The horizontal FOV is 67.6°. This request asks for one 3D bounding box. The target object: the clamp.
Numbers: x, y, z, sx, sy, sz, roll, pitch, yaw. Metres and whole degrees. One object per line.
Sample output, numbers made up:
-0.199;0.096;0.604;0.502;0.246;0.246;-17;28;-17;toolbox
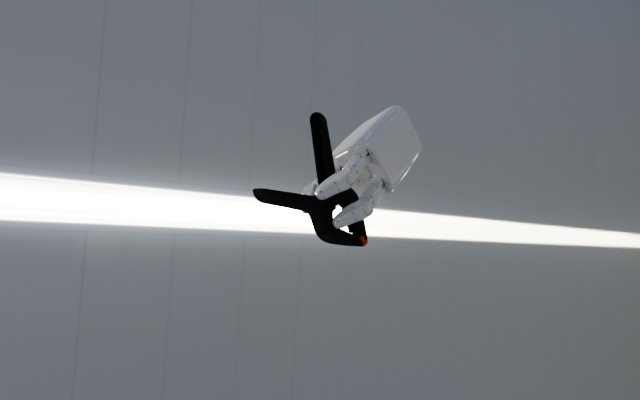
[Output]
0.000;0.003;0.689;0.036;0.210;0.164;0;40;48;clamp
